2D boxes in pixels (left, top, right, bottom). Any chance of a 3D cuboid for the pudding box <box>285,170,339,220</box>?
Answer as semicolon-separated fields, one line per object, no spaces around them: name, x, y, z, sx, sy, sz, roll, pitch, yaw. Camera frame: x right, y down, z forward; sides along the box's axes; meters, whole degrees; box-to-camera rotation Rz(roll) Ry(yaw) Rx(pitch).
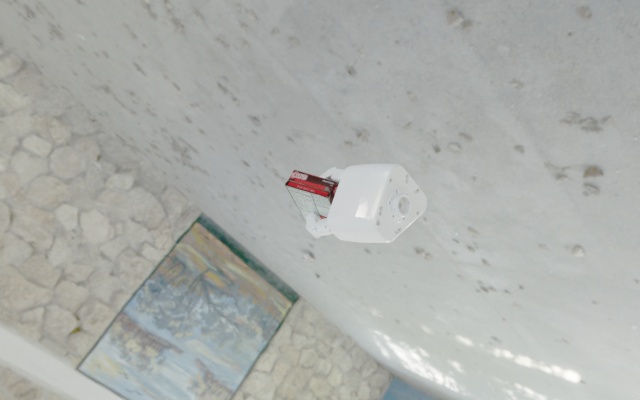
pudding box;0.000;0.003;0.811;0.090;0.039;0.114;18;-28;30
